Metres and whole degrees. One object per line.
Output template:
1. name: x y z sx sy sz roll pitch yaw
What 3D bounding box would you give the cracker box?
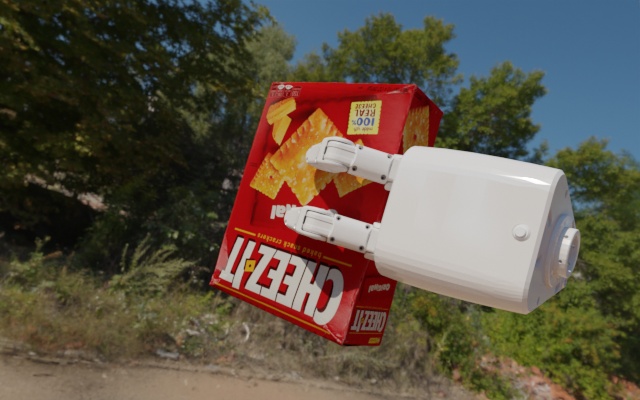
1. cracker box: 0.000 0.001 0.438 0.164 0.213 0.072 13 -6 38
